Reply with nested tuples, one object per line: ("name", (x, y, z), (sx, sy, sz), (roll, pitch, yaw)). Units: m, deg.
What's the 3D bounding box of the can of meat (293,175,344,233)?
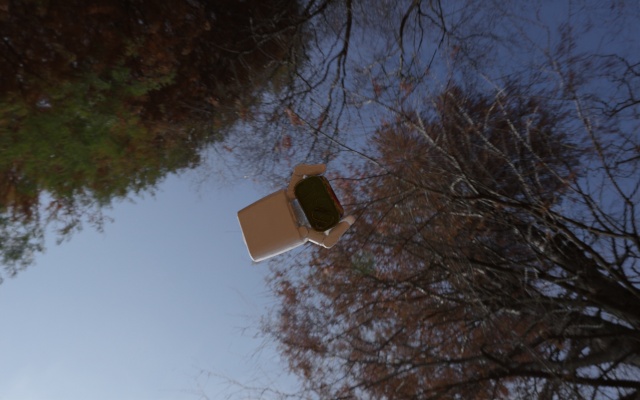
("can of meat", (0.000, 0.003, 0.889), (0.057, 0.102, 0.084), (-28, 0, 11))
